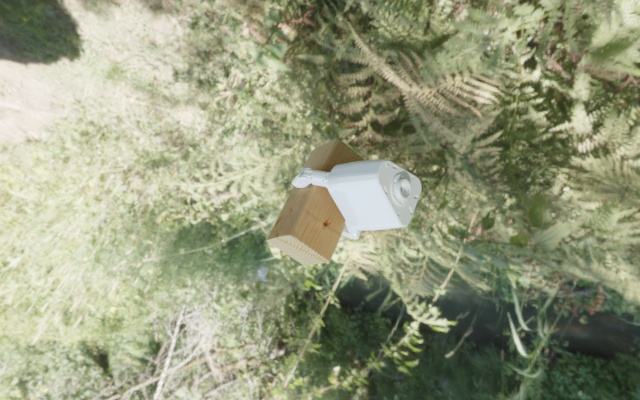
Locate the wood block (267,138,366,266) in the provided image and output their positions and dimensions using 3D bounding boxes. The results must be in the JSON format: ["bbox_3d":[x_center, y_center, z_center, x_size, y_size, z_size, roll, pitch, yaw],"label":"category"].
[{"bbox_3d":[0.000,0.003,0.861,0.091,0.206,0.090,37,-28,-22],"label":"wood block"}]
